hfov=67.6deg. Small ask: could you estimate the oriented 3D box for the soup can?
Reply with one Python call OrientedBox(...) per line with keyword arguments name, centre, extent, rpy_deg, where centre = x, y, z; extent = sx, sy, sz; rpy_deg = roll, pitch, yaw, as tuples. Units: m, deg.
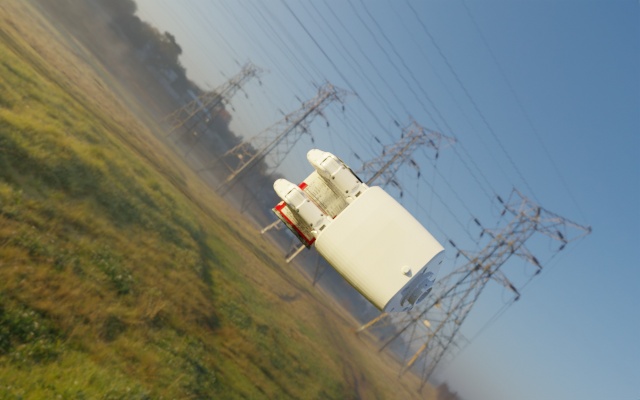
OrientedBox(name="soup can", centre=(0.000, 0.001, 0.592), extent=(0.102, 0.068, 0.068), rpy_deg=(-43, 5, -6))
